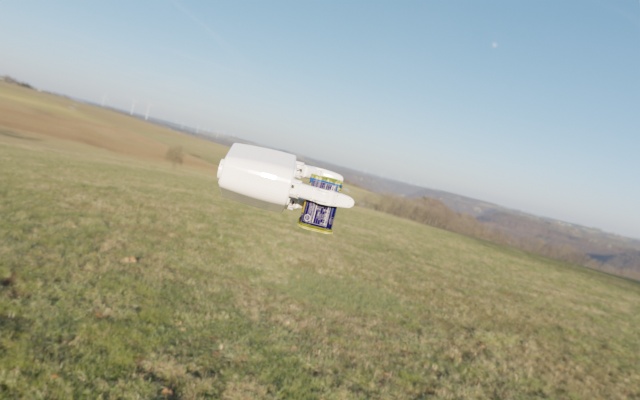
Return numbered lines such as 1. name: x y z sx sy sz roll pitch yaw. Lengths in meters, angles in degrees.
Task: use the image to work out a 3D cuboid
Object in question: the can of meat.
1. can of meat: 0.000 0.002 0.773 0.057 0.084 0.102 14 4 -3
